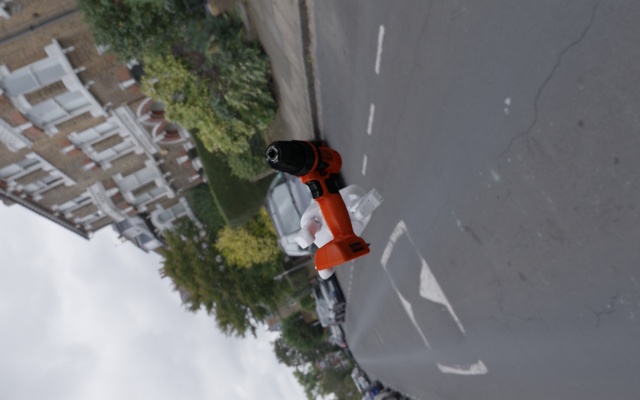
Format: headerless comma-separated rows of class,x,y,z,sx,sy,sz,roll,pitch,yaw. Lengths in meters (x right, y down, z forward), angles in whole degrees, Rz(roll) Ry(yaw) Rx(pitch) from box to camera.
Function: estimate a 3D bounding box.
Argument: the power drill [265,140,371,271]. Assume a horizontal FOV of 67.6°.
power drill,0.000,0.003,0.689,0.057,0.187,0.184,-21,-9,27
